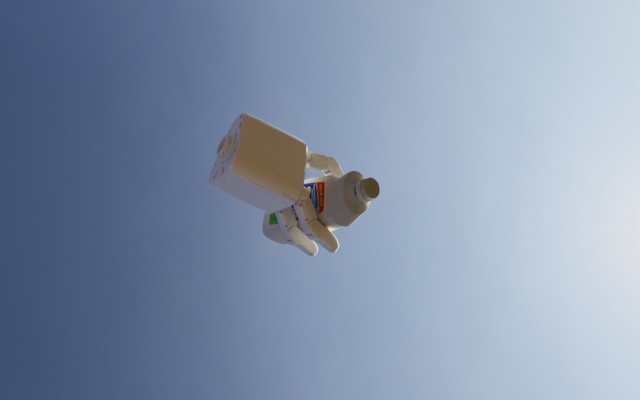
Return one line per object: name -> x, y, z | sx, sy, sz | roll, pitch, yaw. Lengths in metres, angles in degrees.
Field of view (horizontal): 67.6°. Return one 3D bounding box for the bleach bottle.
bleach bottle -> 0.000, 0.003, 0.730 | 0.068, 0.102, 0.251 | 25, -25, -27
